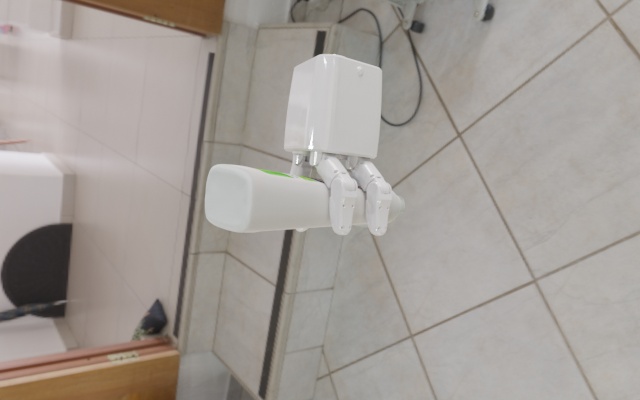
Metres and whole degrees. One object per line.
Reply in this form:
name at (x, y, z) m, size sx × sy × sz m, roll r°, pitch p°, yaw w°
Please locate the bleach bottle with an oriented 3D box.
bleach bottle at (0.000, 0.002, 0.566) m, size 0.251 × 0.068 × 0.102 m, roll 3°, pitch 6°, yaw -39°
